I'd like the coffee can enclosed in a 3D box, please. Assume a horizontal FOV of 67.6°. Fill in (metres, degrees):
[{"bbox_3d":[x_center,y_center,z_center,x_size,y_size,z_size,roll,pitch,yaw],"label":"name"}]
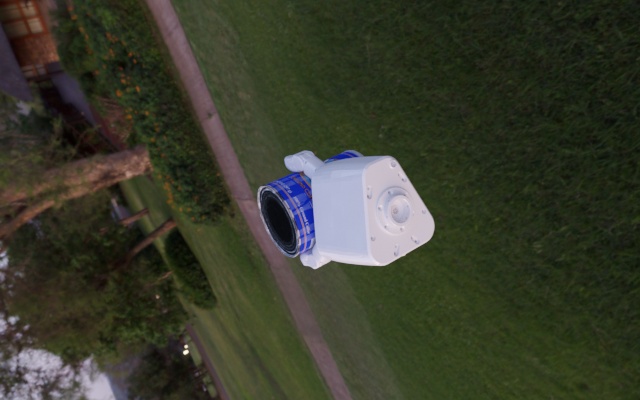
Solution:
[{"bbox_3d":[0.000,0.002,0.650,0.140,0.103,0.103,-24,11,-27],"label":"coffee can"}]
